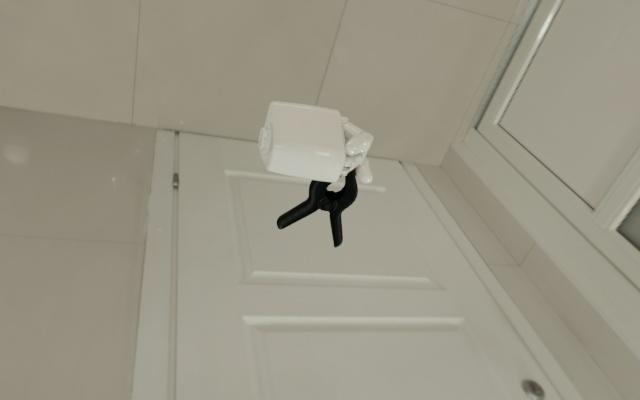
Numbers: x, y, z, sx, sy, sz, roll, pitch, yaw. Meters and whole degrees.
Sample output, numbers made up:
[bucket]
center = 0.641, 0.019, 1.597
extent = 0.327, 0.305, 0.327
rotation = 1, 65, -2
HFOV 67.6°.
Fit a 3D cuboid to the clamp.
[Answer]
[clamp]
center = 0.000, 0.003, 0.786
extent = 0.120, 0.172, 0.039
rotation = 9, 33, -15
